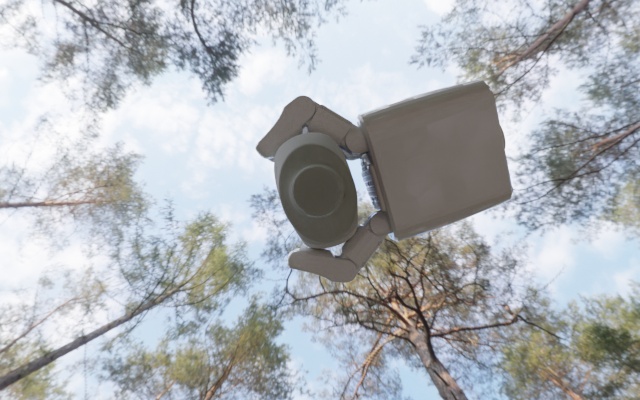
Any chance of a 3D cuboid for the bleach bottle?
[{"bbox_3d":[0.000,0.001,0.401,0.068,0.102,0.251,-18,1,0],"label":"bleach bottle"}]
